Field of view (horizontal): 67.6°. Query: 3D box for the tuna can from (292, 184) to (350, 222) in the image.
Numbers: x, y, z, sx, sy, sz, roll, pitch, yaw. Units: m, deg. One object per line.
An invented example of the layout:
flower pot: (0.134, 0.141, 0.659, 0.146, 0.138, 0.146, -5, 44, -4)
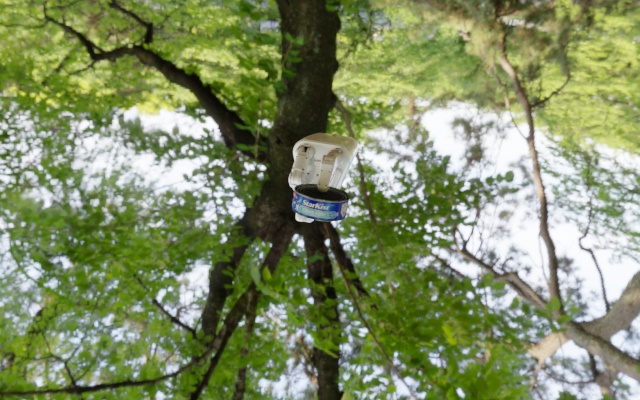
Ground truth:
tuna can: (0.000, 0.003, 0.728, 0.086, 0.034, 0.086, 9, 16, -3)
